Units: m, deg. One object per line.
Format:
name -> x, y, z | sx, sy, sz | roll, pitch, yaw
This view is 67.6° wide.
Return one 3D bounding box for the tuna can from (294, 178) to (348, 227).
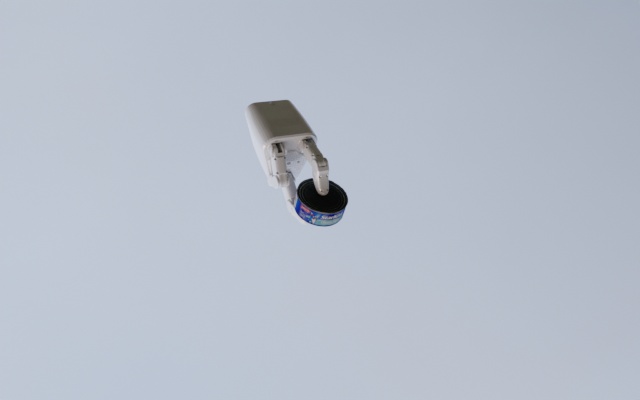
tuna can -> 0.000, 0.003, 0.783 | 0.086, 0.034, 0.086 | 10, 41, -8
